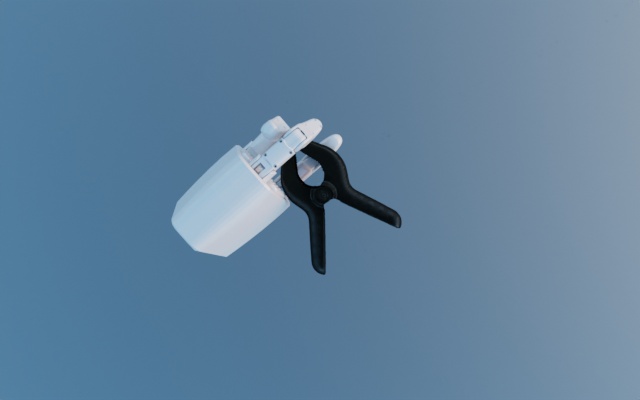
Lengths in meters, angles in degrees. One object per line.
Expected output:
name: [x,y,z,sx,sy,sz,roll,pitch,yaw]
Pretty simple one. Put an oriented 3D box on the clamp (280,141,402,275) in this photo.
clamp: [0.000,0.002,0.567,0.120,0.171,0.039,-42,2,1]
